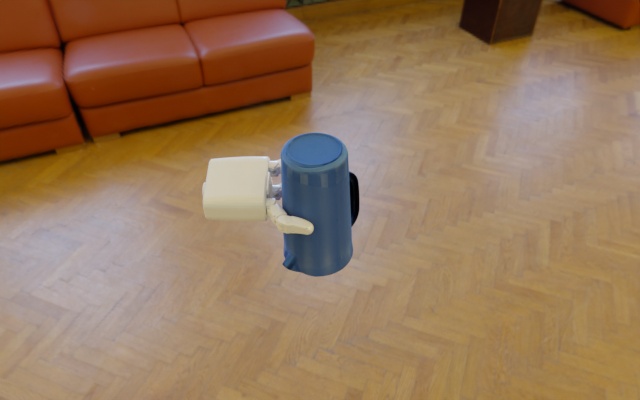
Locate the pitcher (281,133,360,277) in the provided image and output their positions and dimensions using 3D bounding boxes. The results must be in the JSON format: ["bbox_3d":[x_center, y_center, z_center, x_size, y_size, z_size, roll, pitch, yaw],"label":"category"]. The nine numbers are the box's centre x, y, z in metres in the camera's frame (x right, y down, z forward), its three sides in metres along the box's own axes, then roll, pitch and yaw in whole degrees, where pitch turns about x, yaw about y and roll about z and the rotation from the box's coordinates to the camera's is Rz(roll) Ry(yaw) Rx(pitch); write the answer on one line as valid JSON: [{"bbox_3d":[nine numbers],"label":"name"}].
[{"bbox_3d":[0.000,0.003,0.839,0.145,0.243,0.149,0,42,2],"label":"pitcher"}]
